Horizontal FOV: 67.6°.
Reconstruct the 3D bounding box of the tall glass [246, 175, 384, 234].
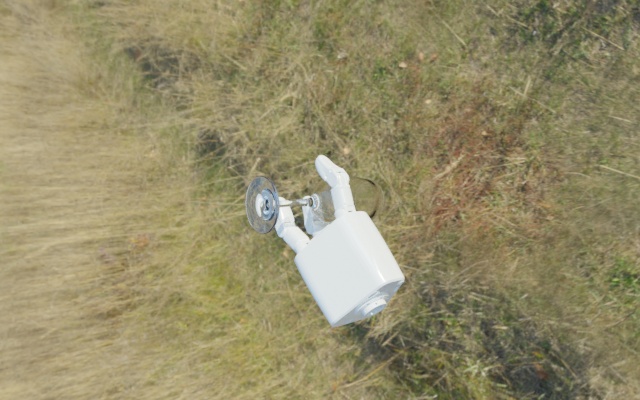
[{"bbox_3d":[0.000,0.002,0.672,0.201,0.079,0.079,-3,2,-41],"label":"tall glass"}]
